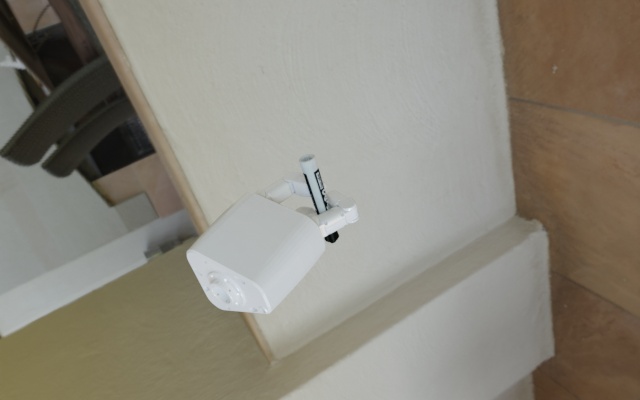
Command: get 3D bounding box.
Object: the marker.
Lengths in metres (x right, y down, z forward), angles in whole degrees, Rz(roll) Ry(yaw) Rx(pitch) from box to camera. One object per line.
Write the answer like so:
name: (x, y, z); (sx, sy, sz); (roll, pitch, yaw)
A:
marker: (0.000, 0.002, 0.562); (0.020, 0.121, 0.020); (-12, 32, 8)
